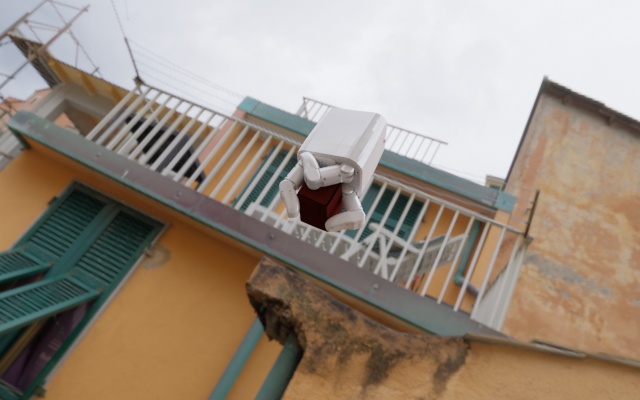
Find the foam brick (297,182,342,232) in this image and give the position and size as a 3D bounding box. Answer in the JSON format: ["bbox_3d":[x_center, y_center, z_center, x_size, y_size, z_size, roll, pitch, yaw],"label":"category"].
[{"bbox_3d":[0.000,0.003,0.731,0.053,0.051,0.078,23,-29,16],"label":"foam brick"}]
